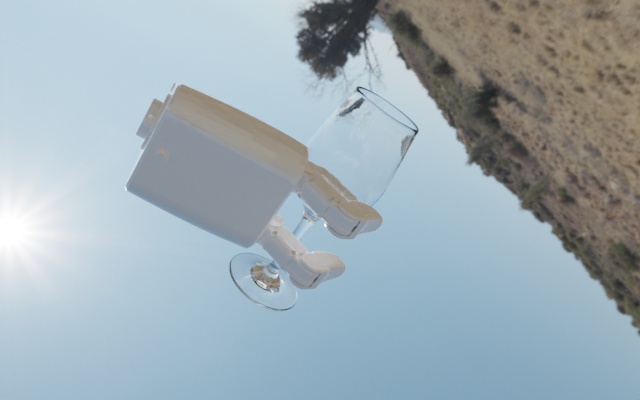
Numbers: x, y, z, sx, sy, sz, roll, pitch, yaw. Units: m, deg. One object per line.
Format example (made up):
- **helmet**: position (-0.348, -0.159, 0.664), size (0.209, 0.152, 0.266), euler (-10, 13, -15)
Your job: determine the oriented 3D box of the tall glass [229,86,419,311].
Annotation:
- **tall glass**: position (0.000, 0.002, 0.418), size (0.079, 0.201, 0.079), euler (31, 21, -14)
